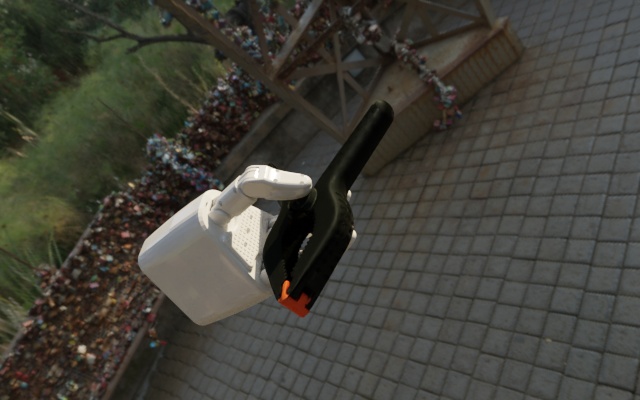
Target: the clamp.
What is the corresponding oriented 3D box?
[{"bbox_3d":[-0.001,0.001,0.430,0.164,0.209,0.036,-31,-55,29],"label":"clamp"}]
